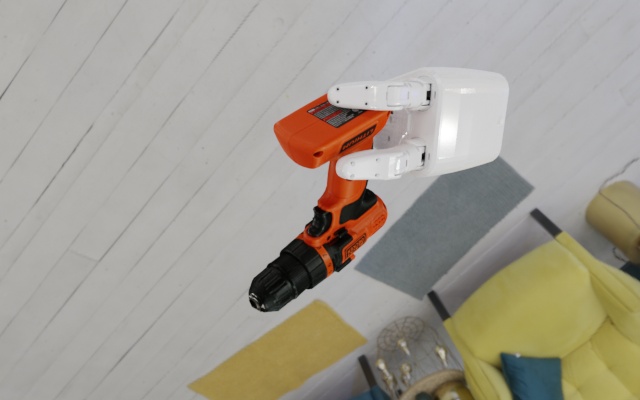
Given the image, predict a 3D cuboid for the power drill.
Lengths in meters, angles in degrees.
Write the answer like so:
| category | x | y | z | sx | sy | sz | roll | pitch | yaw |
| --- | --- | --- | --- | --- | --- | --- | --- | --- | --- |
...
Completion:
| category | x | y | z | sx | sy | sz | roll | pitch | yaw |
| --- | --- | --- | --- | --- | --- | --- | --- | --- | --- |
| power drill | 0.000 | 0.001 | 0.446 | 0.057 | 0.188 | 0.184 | 33 | 52 | 27 |
